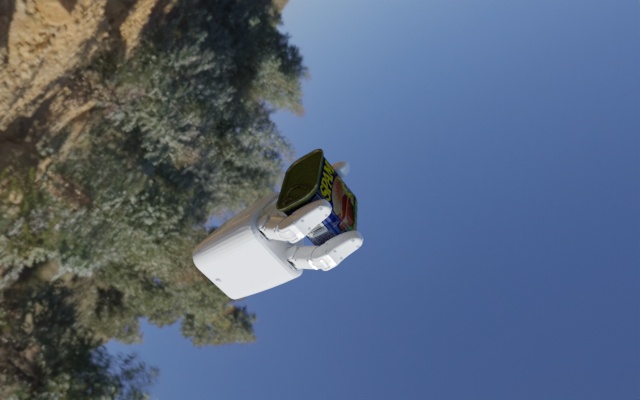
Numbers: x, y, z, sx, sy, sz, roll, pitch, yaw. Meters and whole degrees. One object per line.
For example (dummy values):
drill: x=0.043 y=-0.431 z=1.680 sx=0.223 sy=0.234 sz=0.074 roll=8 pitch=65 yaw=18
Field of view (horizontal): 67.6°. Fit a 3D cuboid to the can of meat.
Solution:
can of meat: x=0.000 y=0.002 z=0.569 sx=0.057 sy=0.084 sz=0.102 roll=-28 pitch=28 yaw=24
